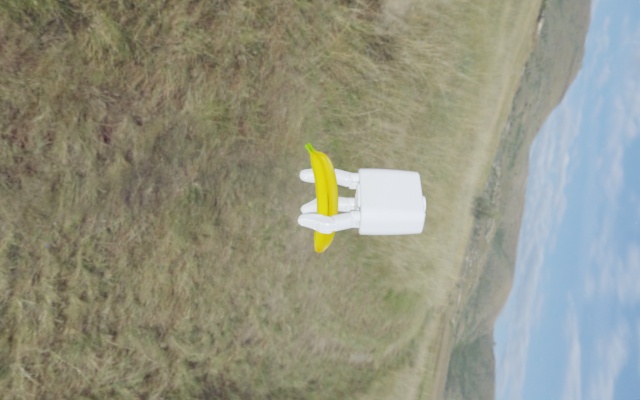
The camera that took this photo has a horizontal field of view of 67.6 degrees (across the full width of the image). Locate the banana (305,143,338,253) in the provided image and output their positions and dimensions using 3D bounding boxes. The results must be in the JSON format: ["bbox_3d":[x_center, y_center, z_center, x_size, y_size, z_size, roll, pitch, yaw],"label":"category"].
[{"bbox_3d":[0.006,0.004,0.807,0.037,0.198,0.069,-8,16,-17],"label":"banana"}]
